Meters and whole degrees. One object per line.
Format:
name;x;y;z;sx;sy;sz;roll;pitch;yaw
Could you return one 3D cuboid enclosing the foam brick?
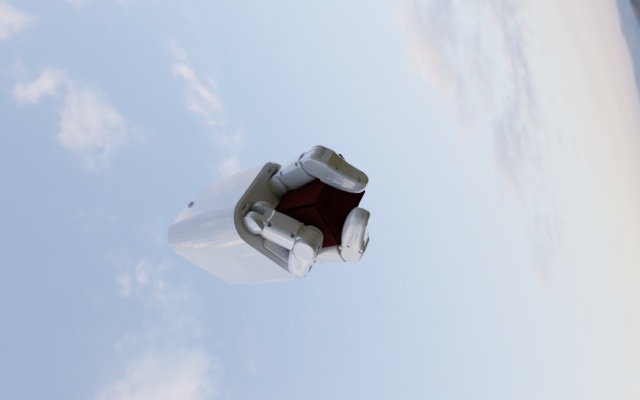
foam brick;0.000;0.001;0.460;0.051;0.053;0.078;-14;32;36
